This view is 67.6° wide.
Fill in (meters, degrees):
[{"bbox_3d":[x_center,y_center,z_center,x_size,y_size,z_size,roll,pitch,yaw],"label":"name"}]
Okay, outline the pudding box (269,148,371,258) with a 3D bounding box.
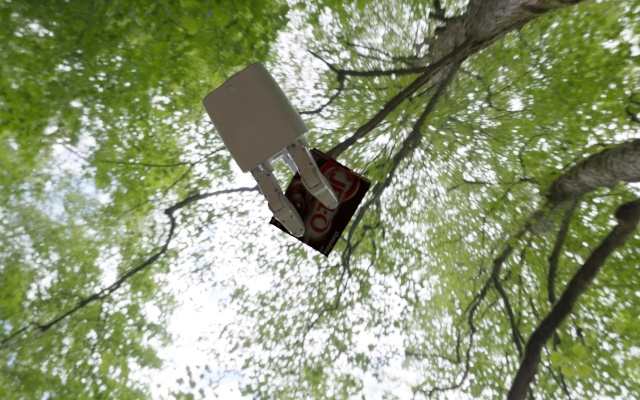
[{"bbox_3d":[0.000,0.002,0.615,0.090,0.113,0.039,30,14,2],"label":"pudding box"}]
